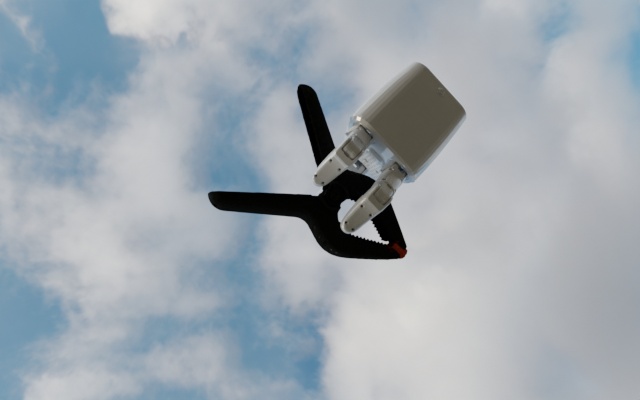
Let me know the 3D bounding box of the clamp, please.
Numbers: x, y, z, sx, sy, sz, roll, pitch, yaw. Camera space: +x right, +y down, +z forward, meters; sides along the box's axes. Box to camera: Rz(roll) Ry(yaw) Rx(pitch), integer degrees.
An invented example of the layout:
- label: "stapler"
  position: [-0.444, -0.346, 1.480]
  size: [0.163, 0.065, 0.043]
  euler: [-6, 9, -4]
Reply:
- label: "clamp"
  position: [0.000, 0.002, 0.506]
  size: [0.164, 0.210, 0.036]
  euler: [-46, 6, -16]
